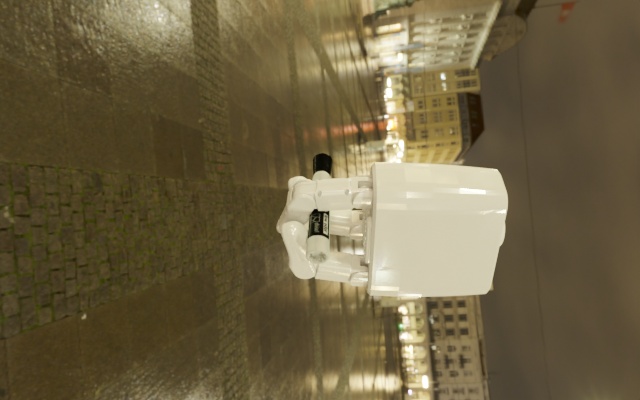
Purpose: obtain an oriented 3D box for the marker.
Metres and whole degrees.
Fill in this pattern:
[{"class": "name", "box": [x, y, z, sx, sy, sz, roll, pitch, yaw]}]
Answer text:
[{"class": "marker", "box": [0.000, 0.001, 0.417, 0.020, 0.121, 0.020, 2, -44, 2]}]
